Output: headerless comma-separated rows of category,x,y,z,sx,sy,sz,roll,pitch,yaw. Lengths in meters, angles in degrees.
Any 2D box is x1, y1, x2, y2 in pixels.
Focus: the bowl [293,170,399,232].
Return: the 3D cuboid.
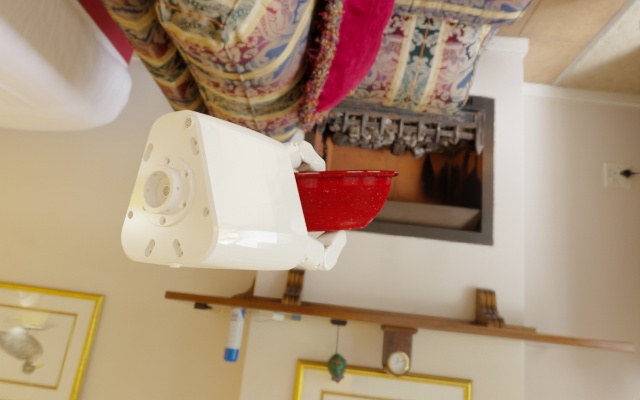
bowl,0.001,0.002,0.489,0.162,0.055,0.162,-3,0,0
